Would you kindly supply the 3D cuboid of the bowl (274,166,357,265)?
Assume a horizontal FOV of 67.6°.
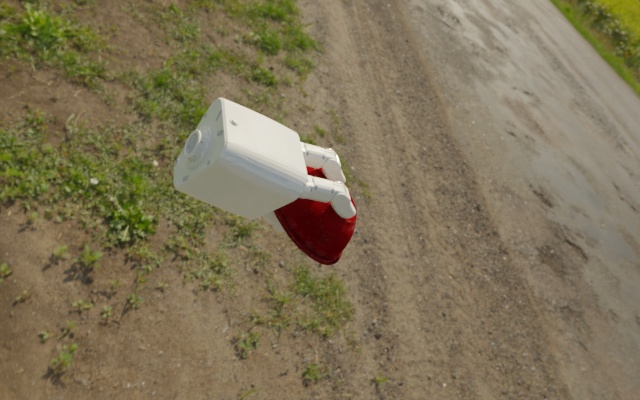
[{"bbox_3d":[0.001,0.002,0.635,0.055,0.162,0.162,-32,-13,22],"label":"bowl"}]
